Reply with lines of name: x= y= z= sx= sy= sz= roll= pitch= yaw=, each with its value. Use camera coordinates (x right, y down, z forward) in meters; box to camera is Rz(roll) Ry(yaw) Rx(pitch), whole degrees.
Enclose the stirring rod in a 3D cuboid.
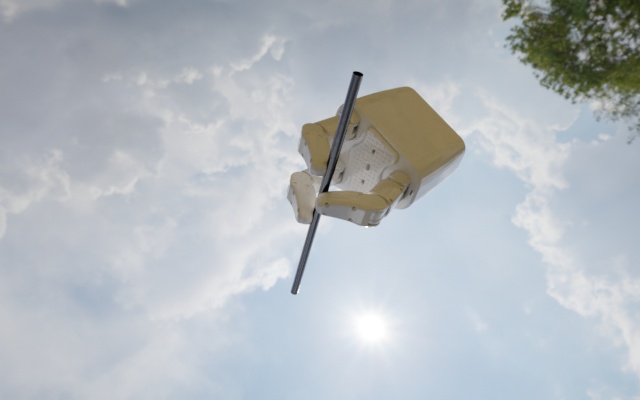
stirring rod: x=0.000 y=0.001 z=0.413 sx=0.011 sy=0.240 sz=0.011 roll=10 pitch=38 yaw=-8
